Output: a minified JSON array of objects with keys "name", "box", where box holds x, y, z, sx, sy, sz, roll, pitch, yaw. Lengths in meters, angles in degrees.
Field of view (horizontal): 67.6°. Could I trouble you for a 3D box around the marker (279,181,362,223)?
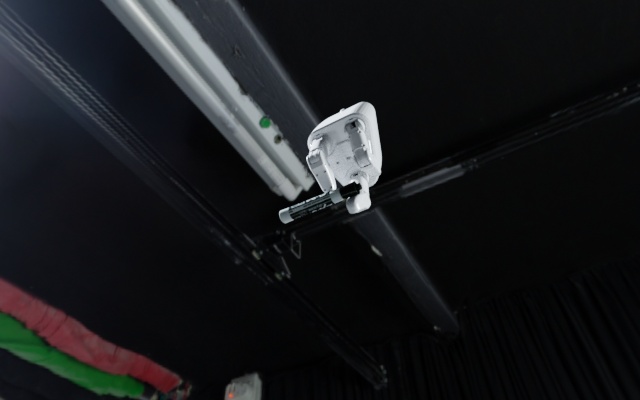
[{"name":"marker","box":[0.000,0.002,0.643,0.121,0.020,0.020,-22,-8,20]}]
